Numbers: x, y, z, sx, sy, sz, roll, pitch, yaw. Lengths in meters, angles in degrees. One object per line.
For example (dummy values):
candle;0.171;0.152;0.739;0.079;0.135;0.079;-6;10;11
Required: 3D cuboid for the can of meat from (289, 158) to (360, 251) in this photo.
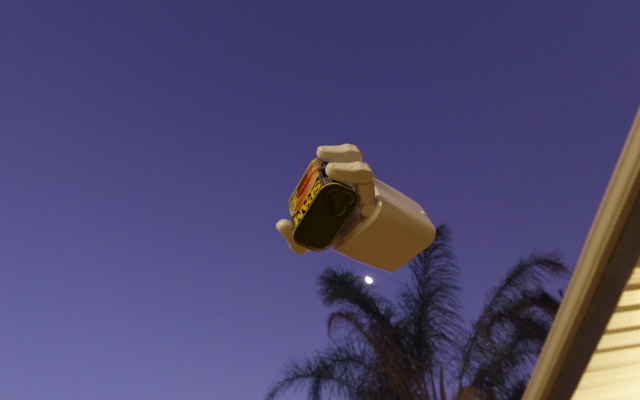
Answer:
can of meat;0.000;0.002;0.645;0.057;0.102;0.084;22;25;-23
